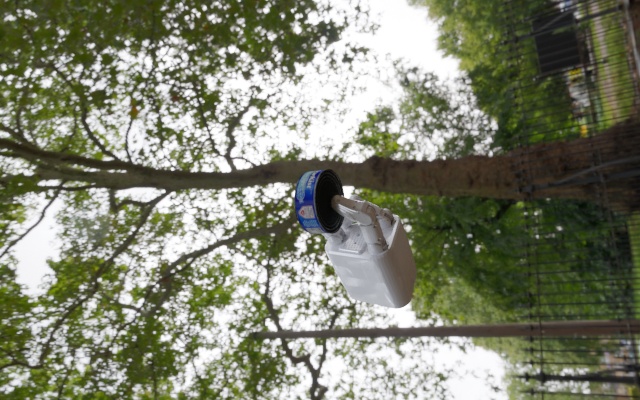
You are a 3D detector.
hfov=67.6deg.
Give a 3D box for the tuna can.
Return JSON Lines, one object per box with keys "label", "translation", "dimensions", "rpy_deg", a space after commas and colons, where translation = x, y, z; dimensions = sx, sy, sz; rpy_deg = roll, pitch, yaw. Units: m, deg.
{"label": "tuna can", "translation": [0.000, 0.002, 0.637], "dimensions": [0.034, 0.086, 0.086], "rpy_deg": [-4, -2, 29]}
